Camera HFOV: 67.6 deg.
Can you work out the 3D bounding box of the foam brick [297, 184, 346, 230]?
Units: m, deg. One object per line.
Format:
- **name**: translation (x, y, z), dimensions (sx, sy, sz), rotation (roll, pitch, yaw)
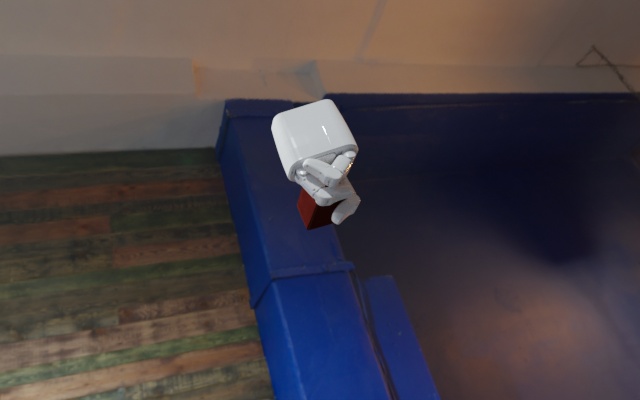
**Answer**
- **foam brick**: translation (0.000, 0.003, 0.775), dimensions (0.053, 0.051, 0.078), rotation (-13, -30, -24)
